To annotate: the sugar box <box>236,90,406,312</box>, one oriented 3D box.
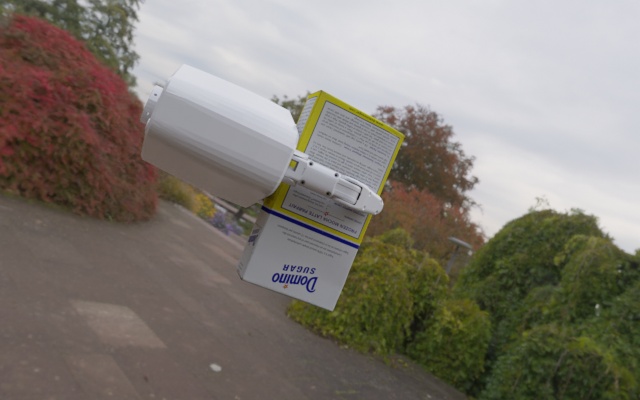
[{"bbox_3d":[0.000,0.001,0.435,0.093,0.176,0.048,24,0,-19],"label":"sugar box"}]
